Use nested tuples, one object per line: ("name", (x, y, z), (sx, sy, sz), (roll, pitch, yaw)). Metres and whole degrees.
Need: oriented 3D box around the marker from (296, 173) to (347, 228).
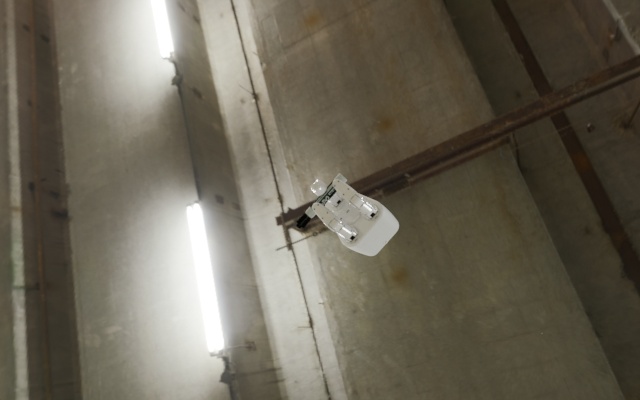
("marker", (0.000, 0.003, 0.844), (0.020, 0.121, 0.020), (41, 6, -5))
